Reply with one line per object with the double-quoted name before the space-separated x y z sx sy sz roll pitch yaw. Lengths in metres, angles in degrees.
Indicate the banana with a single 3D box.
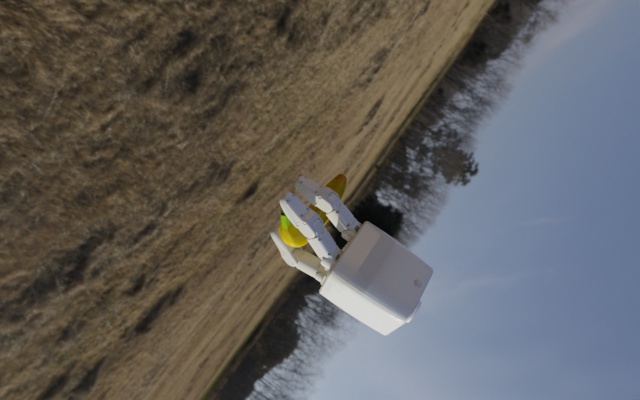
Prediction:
"banana" -0.009 0.018 0.655 0.037 0.070 0.197 31 26 10
